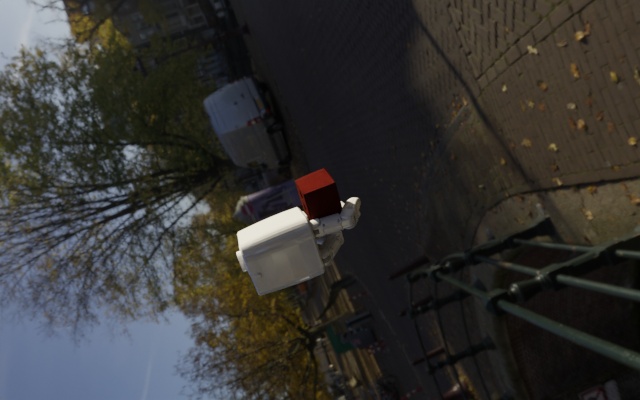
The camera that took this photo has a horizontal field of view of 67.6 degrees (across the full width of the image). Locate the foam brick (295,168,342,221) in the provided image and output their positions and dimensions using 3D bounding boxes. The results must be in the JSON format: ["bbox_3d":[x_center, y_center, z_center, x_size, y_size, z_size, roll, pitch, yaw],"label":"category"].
[{"bbox_3d":[0.000,0.002,0.715,0.051,0.078,0.053,-20,31,-7],"label":"foam brick"}]
